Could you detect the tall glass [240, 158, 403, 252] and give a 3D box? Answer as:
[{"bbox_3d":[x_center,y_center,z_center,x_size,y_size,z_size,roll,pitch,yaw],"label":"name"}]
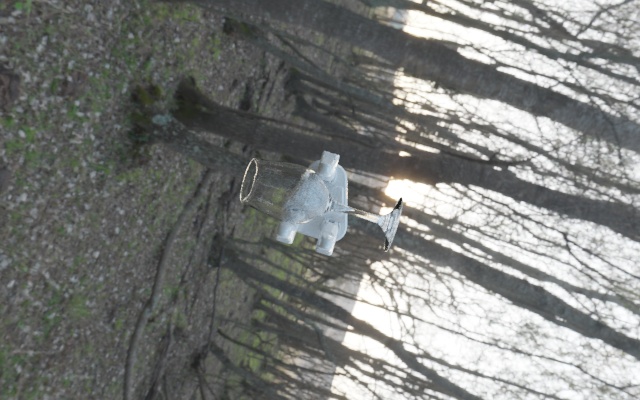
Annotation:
[{"bbox_3d":[0.001,0.002,0.623,0.201,0.079,0.079,17,1,2],"label":"tall glass"}]
